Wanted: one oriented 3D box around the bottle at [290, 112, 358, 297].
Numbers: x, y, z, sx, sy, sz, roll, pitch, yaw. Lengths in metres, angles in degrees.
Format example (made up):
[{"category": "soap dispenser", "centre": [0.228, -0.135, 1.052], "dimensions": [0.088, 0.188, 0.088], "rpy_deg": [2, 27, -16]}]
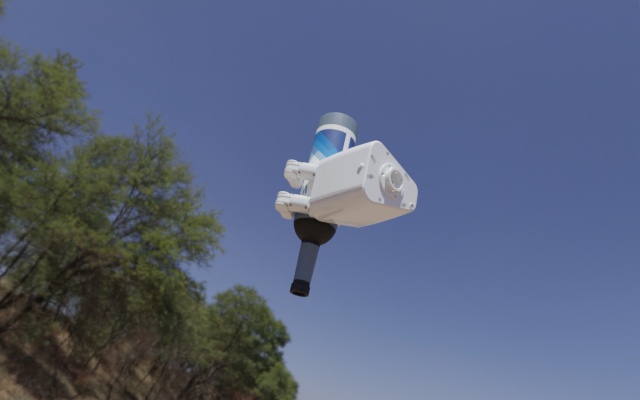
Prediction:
[{"category": "bottle", "centre": [0.000, 0.002, 0.733], "dimensions": [0.069, 0.295, 0.069], "rpy_deg": [11, -26, 5]}]
